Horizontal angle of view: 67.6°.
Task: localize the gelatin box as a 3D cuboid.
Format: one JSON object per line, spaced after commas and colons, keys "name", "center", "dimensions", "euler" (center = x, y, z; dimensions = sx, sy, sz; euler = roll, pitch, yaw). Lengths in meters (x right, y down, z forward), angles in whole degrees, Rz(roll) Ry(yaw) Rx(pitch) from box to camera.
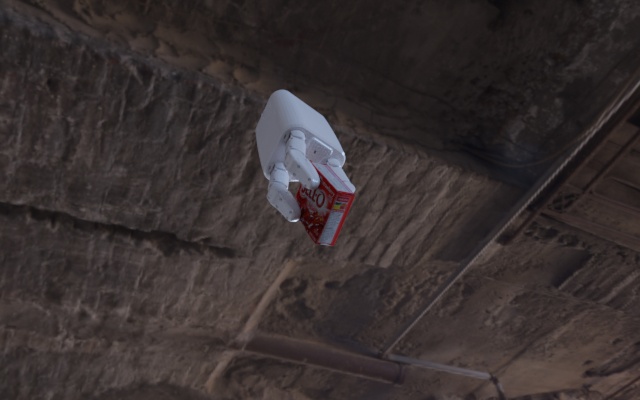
{"name": "gelatin box", "center": [0.001, 0.002, 0.594], "dimensions": [0.030, 0.073, 0.089], "euler": [9, 24, -31]}
